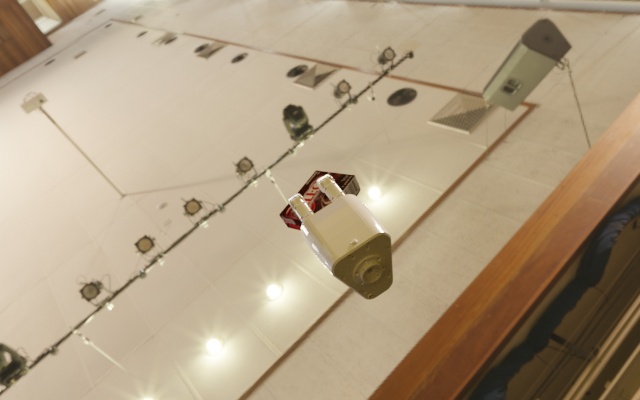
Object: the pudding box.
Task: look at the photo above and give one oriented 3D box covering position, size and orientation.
[{"bbox_3d":[0.000,0.003,0.786,0.090,0.039,0.113,11,50,42],"label":"pudding box"}]
